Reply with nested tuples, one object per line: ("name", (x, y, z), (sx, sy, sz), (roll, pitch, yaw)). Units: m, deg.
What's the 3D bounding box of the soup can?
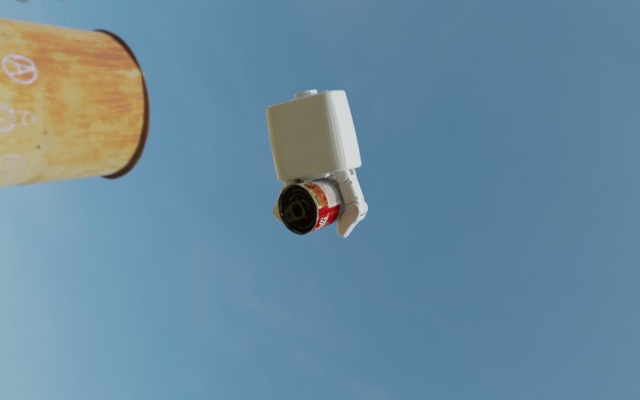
("soup can", (0.000, 0.003, 0.661), (0.068, 0.068, 0.102), (0, 12, 39))
